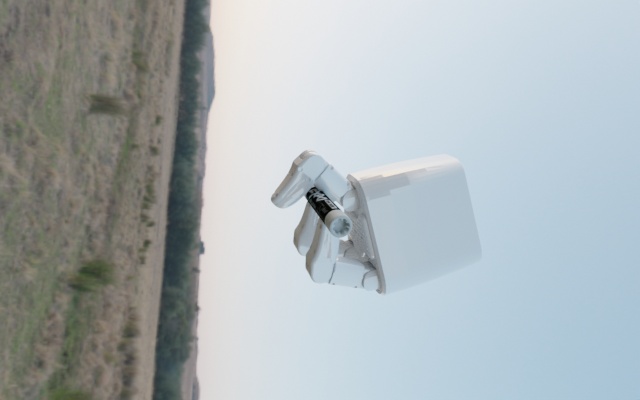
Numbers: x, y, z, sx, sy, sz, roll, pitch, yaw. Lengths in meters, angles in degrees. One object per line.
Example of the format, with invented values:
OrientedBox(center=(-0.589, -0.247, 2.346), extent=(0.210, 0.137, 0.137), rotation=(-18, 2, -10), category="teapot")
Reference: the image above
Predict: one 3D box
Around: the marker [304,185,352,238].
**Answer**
OrientedBox(center=(0.000, 0.001, 0.424), extent=(0.020, 0.020, 0.121), rotation=(0, 18, -16), category="marker")
